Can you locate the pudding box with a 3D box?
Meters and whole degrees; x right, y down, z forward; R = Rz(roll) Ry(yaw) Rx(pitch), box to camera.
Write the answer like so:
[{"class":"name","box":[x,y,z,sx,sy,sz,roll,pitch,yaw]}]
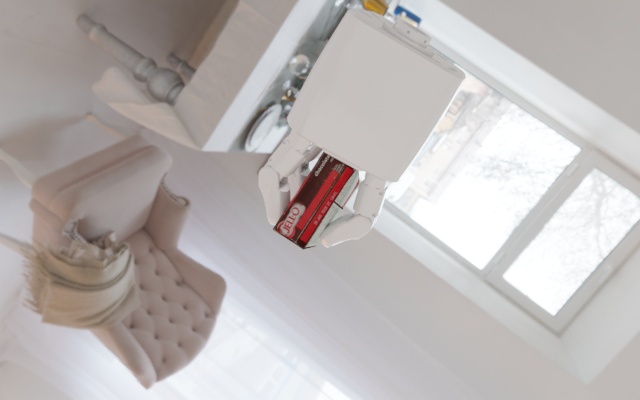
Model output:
[{"class":"pudding box","box":[0.000,0.002,0.472,0.039,0.090,0.113,34,0,9]}]
